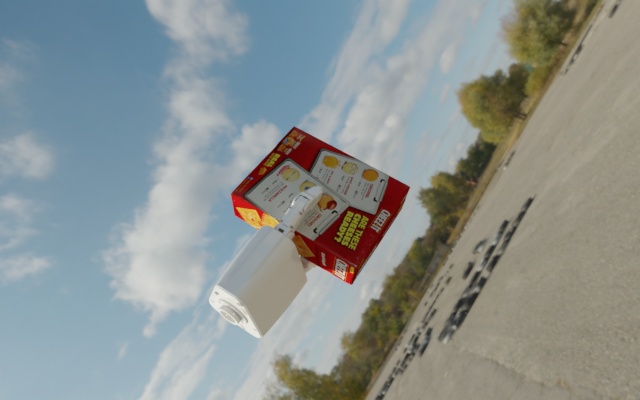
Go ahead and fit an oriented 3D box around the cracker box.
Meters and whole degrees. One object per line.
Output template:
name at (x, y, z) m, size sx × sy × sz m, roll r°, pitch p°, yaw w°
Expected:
cracker box at (0.000, 0.002, 0.724) m, size 0.213 × 0.164 × 0.072 m, roll 29°, pitch -31°, yaw 15°
